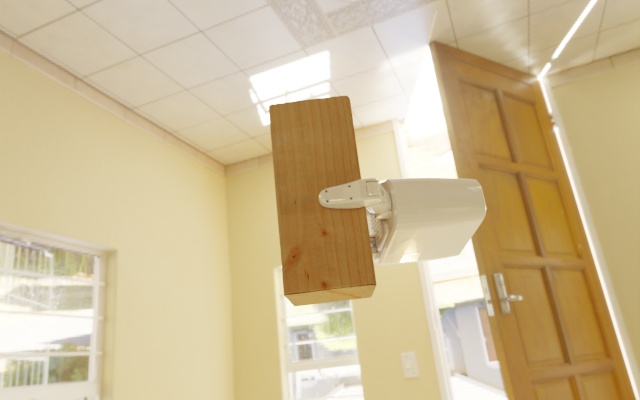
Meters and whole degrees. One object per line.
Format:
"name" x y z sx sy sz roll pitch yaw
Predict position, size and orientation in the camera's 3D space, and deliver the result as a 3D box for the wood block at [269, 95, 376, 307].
"wood block" 0.000 0.002 0.521 0.090 0.206 0.091 -7 -19 0
